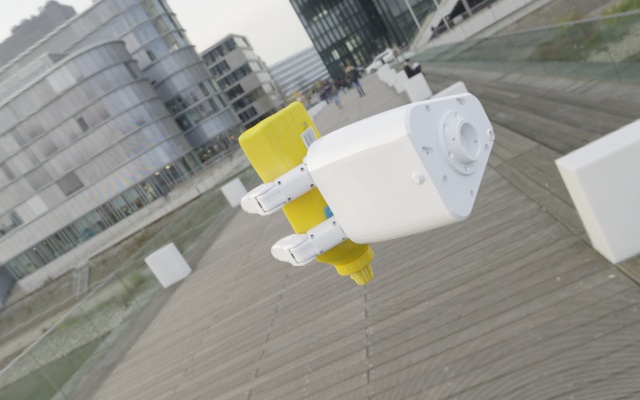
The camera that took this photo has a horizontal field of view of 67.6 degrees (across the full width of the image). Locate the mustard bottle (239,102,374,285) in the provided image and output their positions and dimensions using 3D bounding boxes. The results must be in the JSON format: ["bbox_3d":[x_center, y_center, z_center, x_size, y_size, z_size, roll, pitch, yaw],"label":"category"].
[{"bbox_3d":[0.000,0.001,0.470,0.058,0.192,0.096,-25,14,25],"label":"mustard bottle"}]
